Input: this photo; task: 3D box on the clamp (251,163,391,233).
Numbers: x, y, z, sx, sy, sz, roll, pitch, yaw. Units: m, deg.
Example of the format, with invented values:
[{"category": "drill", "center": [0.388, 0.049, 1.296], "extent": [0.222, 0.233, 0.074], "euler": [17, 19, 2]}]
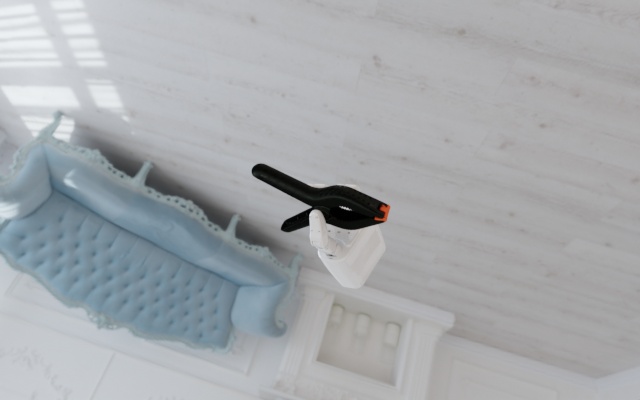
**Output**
[{"category": "clamp", "center": [0.000, 0.003, 0.736], "extent": [0.210, 0.036, 0.165], "euler": [2, -36, 27]}]
